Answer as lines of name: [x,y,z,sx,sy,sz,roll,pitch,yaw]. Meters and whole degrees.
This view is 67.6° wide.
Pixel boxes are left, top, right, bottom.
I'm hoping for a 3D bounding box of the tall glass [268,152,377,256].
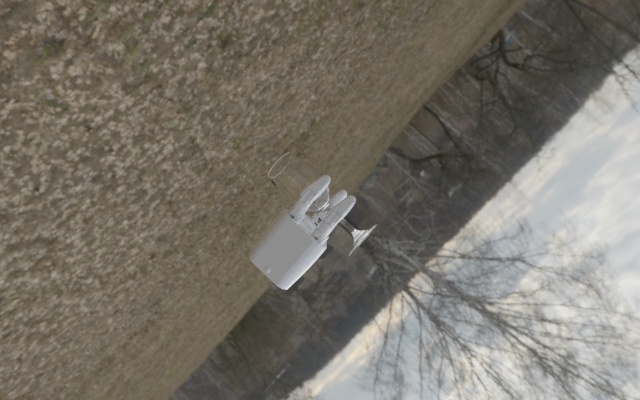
tall glass: [0.001,0.003,0.838,0.201,0.079,0.079,42,8,9]
